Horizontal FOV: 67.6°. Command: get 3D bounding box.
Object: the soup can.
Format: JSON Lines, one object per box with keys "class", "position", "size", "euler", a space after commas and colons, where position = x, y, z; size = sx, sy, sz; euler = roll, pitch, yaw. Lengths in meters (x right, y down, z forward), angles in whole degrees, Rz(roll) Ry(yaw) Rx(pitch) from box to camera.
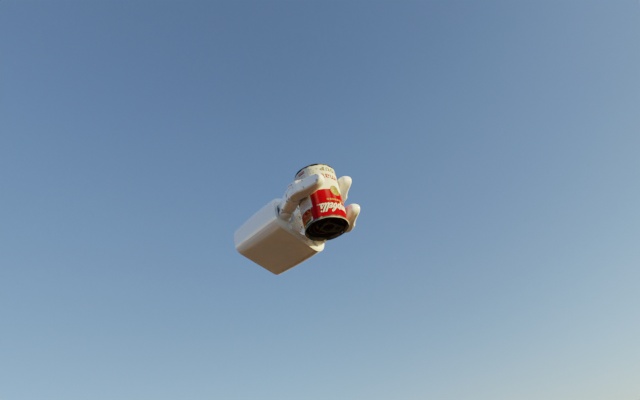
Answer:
{"class": "soup can", "position": [0.000, 0.002, 0.738], "size": [0.068, 0.102, 0.069], "euler": [-9, -34, -6]}
